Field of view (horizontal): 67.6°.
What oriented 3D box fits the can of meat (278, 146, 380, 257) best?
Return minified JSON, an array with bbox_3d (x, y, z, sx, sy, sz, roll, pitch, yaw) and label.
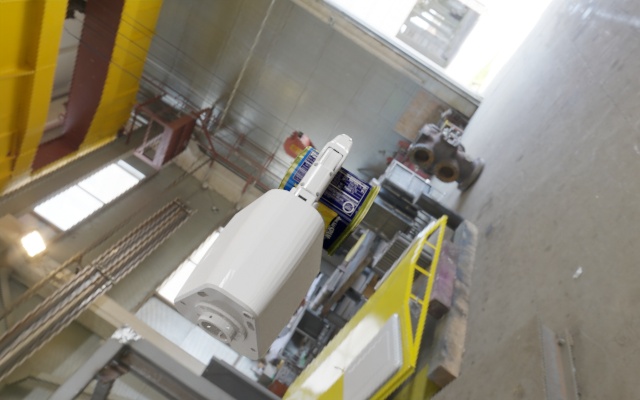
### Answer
[{"bbox_3d":[0.000,0.001,0.489,0.084,0.057,0.102,33,-32,1],"label":"can of meat"}]
